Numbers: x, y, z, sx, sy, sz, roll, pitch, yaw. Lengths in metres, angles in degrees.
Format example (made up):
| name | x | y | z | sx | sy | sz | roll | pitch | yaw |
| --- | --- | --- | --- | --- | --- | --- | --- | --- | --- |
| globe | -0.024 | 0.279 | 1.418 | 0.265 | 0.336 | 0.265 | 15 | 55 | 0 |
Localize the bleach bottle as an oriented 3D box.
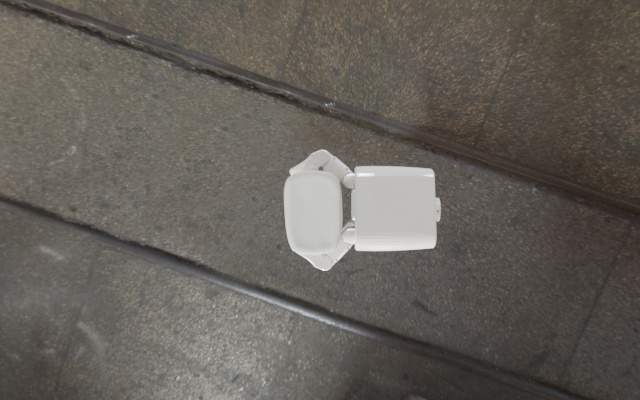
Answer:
| name | x | y | z | sx | sy | sz | roll | pitch | yaw |
| --- | --- | --- | --- | --- | --- | --- | --- | --- | --- |
| bleach bottle | 0.000 | 0.002 | 0.674 | 0.068 | 0.102 | 0.251 | -1 | 7 | 4 |
